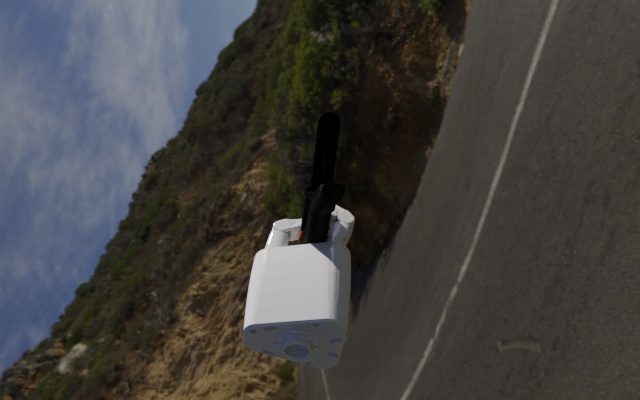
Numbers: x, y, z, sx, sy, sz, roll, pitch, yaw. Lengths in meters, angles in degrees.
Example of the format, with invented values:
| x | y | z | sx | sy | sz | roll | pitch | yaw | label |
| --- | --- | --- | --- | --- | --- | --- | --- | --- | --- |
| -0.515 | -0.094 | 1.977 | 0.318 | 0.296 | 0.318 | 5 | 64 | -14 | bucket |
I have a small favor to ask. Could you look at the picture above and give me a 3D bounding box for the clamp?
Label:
| x | y | z | sx | sy | sz | roll | pitch | yaw | label |
| --- | --- | --- | --- | --- | --- | --- | --- | --- | --- |
| -0.001 | 0.002 | 0.532 | 0.039 | 0.172 | 0.120 | 7 | 40 | -2 | clamp |
